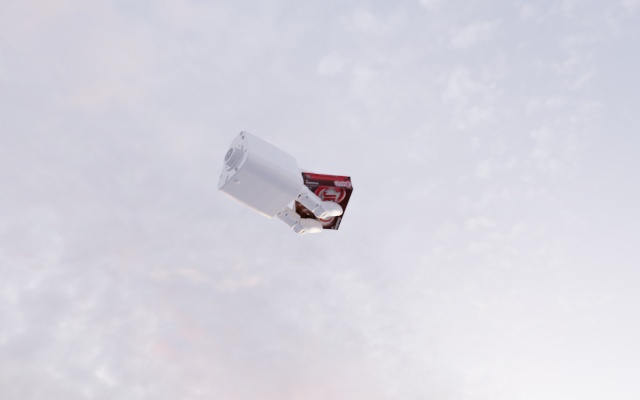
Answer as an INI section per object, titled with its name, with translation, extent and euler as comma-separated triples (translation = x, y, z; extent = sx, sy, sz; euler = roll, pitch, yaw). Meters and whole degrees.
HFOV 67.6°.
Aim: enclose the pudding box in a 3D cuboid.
[pudding box]
translation = 0.000, 0.003, 0.845
extent = 0.090, 0.039, 0.114
euler = 5, -42, -12
